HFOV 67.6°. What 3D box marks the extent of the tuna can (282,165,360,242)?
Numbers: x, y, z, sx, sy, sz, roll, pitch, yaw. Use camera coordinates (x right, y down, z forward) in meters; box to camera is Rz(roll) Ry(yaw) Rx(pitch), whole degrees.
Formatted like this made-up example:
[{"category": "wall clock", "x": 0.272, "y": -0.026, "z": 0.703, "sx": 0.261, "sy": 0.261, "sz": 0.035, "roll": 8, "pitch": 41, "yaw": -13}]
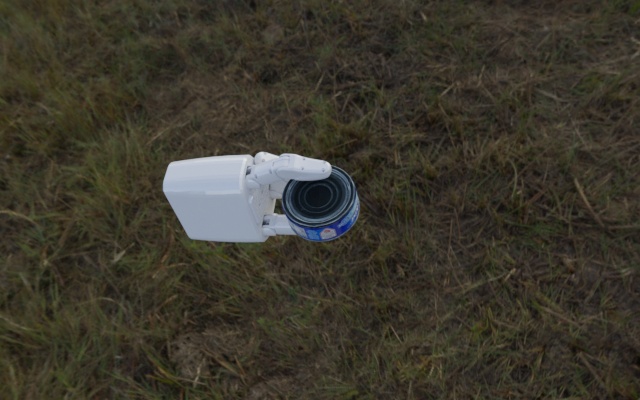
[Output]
[{"category": "tuna can", "x": 0.000, "y": 0.001, "z": 0.539, "sx": 0.086, "sy": 0.086, "sz": 0.034, "roll": 0, "pitch": -32, "yaw": 13}]
